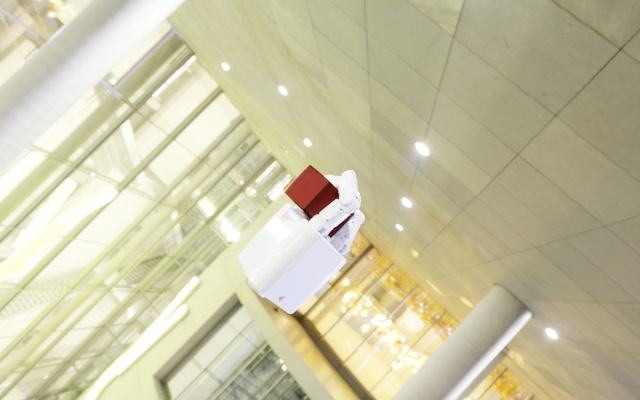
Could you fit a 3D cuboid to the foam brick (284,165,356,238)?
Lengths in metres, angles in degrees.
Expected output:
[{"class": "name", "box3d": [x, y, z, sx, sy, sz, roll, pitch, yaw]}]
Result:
[{"class": "foam brick", "box3d": [0.000, 0.002, 0.638, 0.053, 0.051, 0.078, 42, -4, 47]}]
